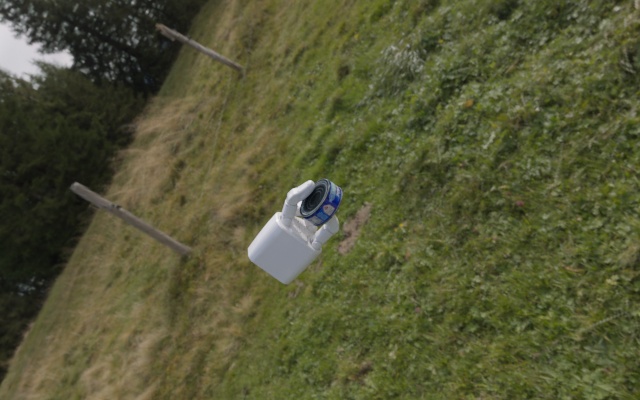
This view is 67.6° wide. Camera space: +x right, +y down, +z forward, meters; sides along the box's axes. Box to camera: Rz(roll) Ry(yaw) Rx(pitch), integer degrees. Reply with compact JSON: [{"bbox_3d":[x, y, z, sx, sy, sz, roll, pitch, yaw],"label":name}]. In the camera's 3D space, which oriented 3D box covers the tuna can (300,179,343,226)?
[{"bbox_3d":[0.000,0.003,0.887,0.034,0.086,0.086,35,-17,-26],"label":"tuna can"}]
